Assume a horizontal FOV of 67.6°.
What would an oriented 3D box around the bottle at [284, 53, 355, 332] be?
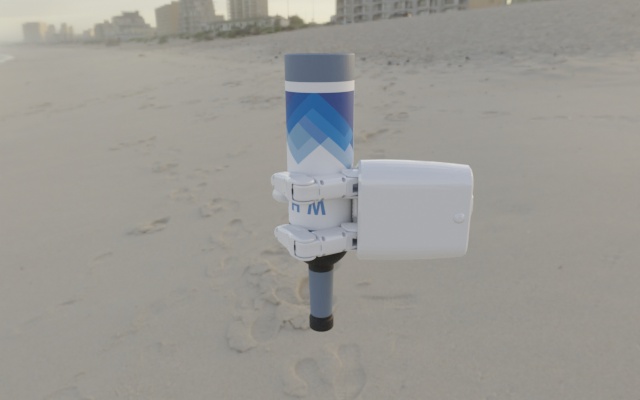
[{"bbox_3d":[0.000,0.001,0.495,0.069,0.296,0.069,0,18,0],"label":"bottle"}]
